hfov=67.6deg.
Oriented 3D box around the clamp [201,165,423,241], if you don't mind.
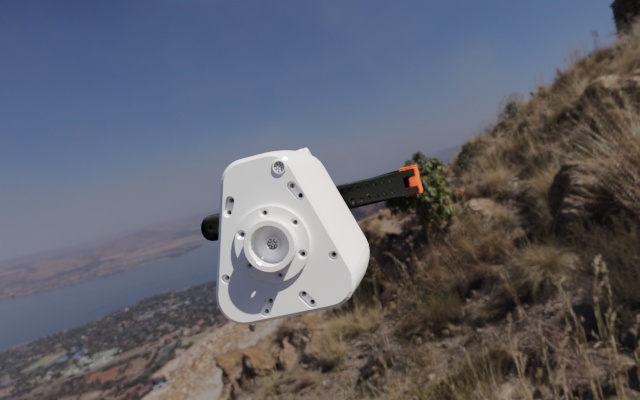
[{"bbox_3d":[0.000,0.001,0.505,0.210,0.036,0.164,-14,1,9],"label":"clamp"}]
